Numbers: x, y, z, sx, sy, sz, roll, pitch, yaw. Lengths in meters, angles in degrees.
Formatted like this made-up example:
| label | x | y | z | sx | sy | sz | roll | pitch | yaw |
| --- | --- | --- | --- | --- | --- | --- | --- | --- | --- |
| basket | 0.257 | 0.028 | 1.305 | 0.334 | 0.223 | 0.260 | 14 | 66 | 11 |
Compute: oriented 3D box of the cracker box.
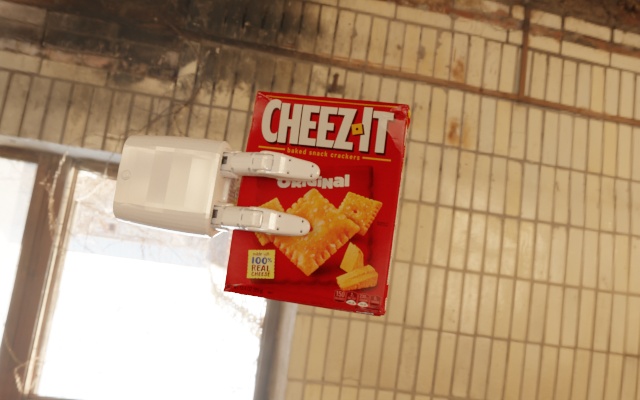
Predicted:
| label | x | y | z | sx | sy | sz | roll | pitch | yaw |
| --- | --- | --- | --- | --- | --- | --- | --- | --- | --- |
| cracker box | 0.000 | 0.002 | 0.502 | 0.164 | 0.213 | 0.072 | 7 | -7 | 9 |
